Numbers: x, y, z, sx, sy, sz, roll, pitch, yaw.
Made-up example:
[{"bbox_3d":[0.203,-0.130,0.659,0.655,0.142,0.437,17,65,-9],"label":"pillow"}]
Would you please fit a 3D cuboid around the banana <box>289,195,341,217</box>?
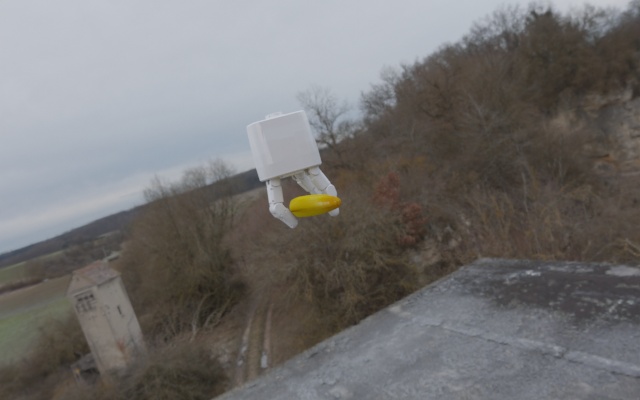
[{"bbox_3d":[-0.018,0.008,0.852,0.069,0.037,0.198,-15,2,-11],"label":"banana"}]
